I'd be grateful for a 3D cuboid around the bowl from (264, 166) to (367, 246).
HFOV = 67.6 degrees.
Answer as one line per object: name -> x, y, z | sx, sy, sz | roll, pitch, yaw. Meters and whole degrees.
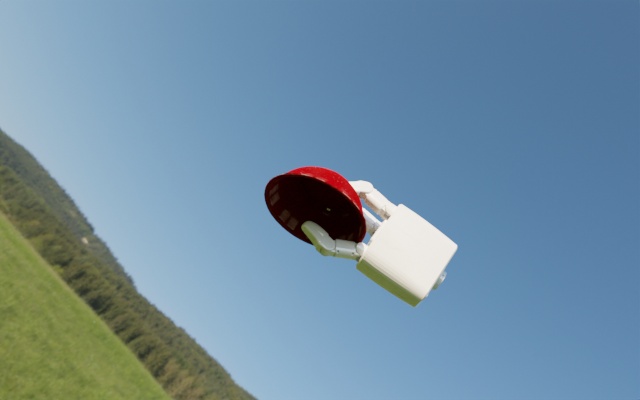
bowl -> -0.001, 0.001, 0.706 | 0.162, 0.055, 0.162 | 18, -37, 14
